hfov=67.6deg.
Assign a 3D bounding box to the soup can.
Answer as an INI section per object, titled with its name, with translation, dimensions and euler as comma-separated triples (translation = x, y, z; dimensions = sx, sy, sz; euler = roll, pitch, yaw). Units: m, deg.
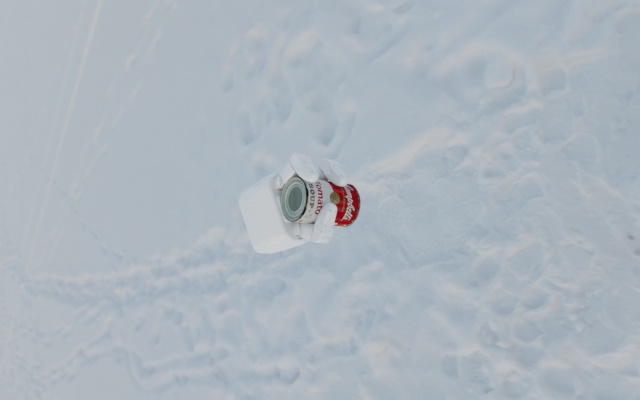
[soup can]
translation = 0.000, 0.002, 0.714
dimensions = 0.102, 0.068, 0.068
euler = 7, -5, -37
